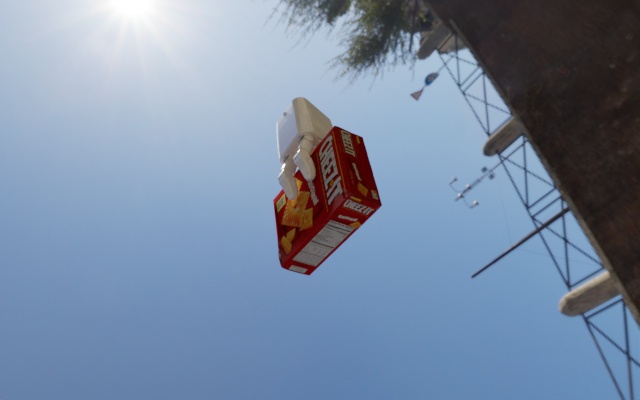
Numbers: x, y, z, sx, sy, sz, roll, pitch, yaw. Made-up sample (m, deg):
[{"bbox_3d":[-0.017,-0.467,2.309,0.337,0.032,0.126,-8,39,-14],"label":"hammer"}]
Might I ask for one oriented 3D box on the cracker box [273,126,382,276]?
[{"bbox_3d":[0.000,0.003,0.831,0.072,0.164,0.214,18,-48,-29],"label":"cracker box"}]
